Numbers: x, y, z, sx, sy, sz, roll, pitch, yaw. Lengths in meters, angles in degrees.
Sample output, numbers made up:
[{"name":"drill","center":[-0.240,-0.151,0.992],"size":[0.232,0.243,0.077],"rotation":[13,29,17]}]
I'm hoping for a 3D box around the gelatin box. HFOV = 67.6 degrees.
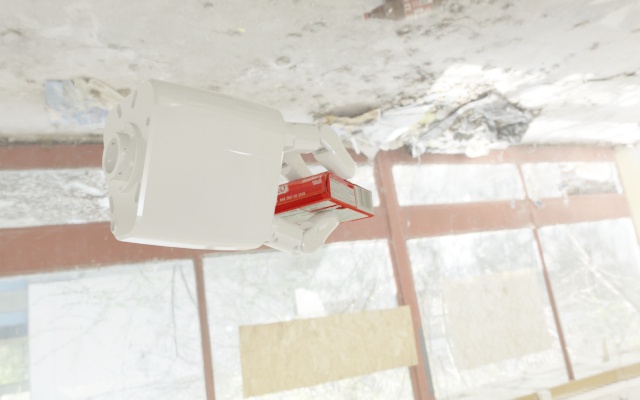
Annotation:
[{"name":"gelatin box","center":[0.000,0.002,0.469],"size":[0.073,0.030,0.089],"rotation":[-14,-20,31]}]
